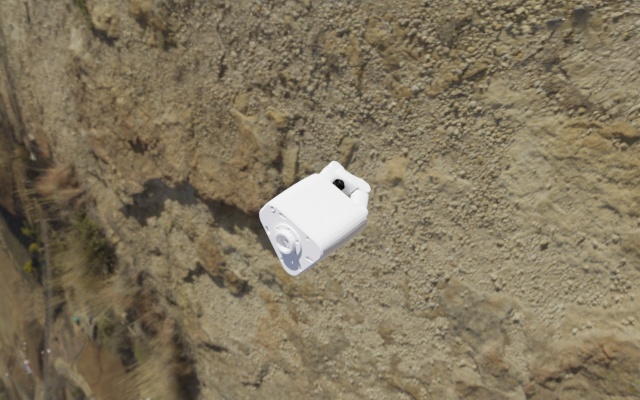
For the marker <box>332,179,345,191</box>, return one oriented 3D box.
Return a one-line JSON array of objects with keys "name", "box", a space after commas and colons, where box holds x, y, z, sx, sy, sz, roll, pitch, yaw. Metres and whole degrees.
[{"name": "marker", "box": [0.000, 0.002, 0.740, 0.020, 0.020, 0.121, 0, -29, -36]}]
